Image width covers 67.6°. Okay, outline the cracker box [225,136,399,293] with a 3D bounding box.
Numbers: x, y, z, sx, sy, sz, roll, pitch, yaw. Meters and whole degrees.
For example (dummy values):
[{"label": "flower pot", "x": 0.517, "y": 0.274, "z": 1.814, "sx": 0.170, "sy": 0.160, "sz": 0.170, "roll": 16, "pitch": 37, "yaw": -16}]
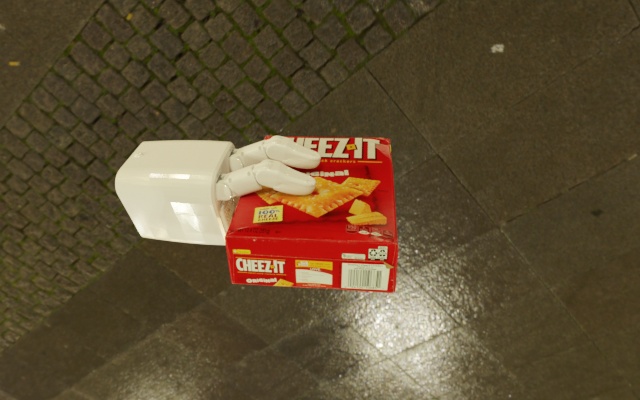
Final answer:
[{"label": "cracker box", "x": 0.000, "y": 0.002, "z": 0.536, "sx": 0.164, "sy": 0.072, "sz": 0.213, "roll": 2, "pitch": 35, "yaw": 4}]
